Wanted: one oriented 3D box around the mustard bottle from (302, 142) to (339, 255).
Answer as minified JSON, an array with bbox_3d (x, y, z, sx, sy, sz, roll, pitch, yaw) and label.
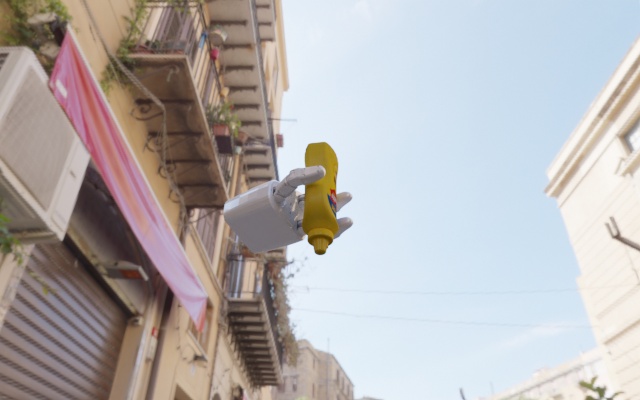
[{"bbox_3d":[0.000,0.002,0.782,0.058,0.191,0.096,-4,-36,7],"label":"mustard bottle"}]
